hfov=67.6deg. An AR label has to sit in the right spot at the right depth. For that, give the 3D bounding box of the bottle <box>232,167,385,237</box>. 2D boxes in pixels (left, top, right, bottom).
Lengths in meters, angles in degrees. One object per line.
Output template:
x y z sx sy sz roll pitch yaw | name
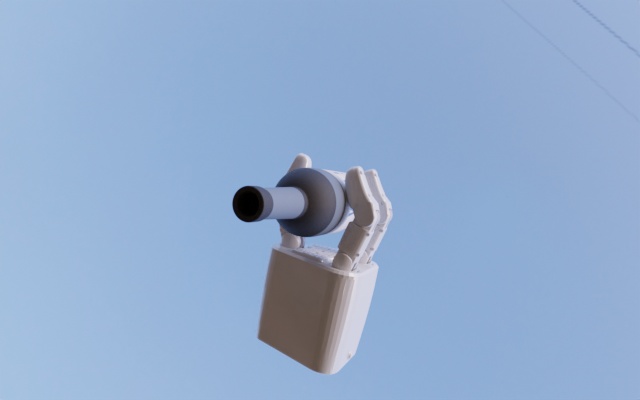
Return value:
0.000 0.001 0.487 0.069 0.069 0.296 0 0 21 | bottle
